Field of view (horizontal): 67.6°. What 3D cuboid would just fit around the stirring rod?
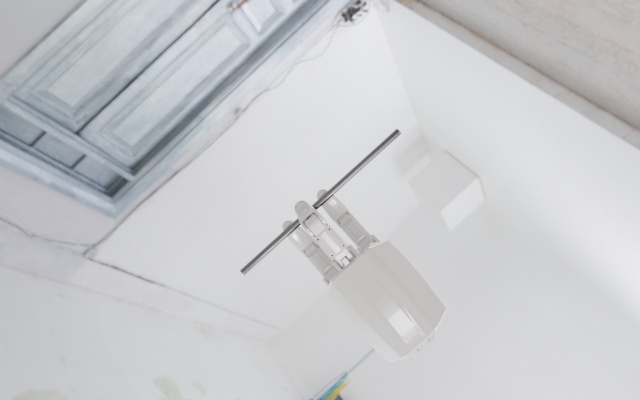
[{"bbox_3d":[0.000,0.002,0.544,0.239,0.011,0.011,-42,0,0],"label":"stirring rod"}]
